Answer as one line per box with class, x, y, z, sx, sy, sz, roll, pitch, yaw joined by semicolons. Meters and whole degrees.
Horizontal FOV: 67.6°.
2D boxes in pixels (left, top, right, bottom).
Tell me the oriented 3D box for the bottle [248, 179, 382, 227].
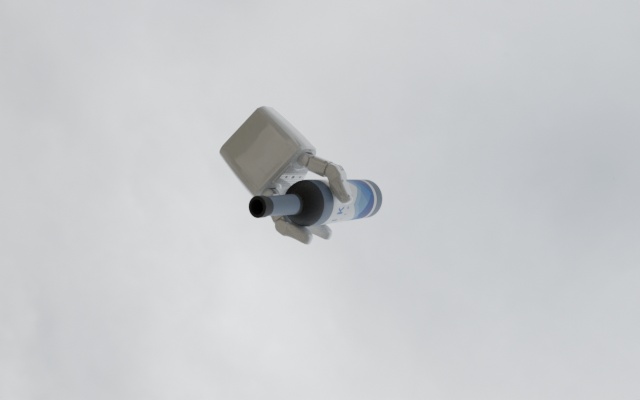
bottle;0.000;0.002;0.701;0.069;0.069;0.295;0;2;32
